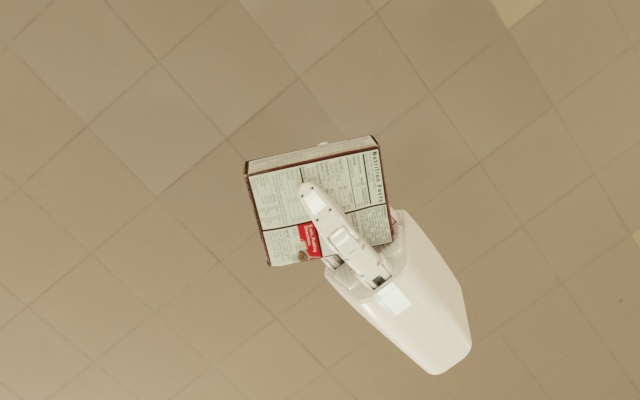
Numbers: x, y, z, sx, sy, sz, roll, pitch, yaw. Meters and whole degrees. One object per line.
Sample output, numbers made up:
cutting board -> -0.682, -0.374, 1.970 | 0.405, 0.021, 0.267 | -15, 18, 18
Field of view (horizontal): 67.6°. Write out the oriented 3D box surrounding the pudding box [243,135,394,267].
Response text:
pudding box -> 0.000, 0.001, 0.403 | 0.113, 0.090, 0.039 | -12, 22, -3
